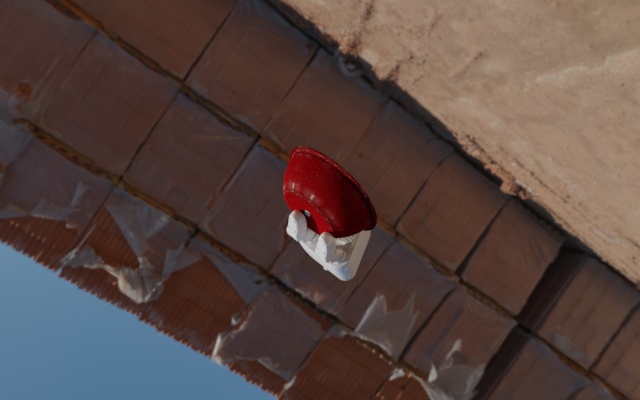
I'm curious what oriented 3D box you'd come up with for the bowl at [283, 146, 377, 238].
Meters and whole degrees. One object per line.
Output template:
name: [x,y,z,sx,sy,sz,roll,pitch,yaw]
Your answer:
bowl: [-0.001,0.002,0.673,0.055,0.162,0.162,-46,20,-20]
